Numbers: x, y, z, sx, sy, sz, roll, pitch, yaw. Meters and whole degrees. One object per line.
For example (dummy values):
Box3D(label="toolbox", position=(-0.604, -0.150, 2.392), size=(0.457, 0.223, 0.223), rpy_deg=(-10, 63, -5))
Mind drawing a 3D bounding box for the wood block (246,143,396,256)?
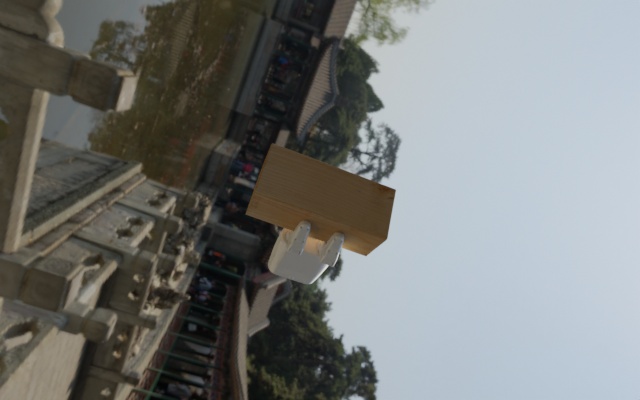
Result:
Box3D(label="wood block", position=(0.000, 0.002, 0.745), size=(0.206, 0.090, 0.090), rpy_deg=(20, -29, -9))
